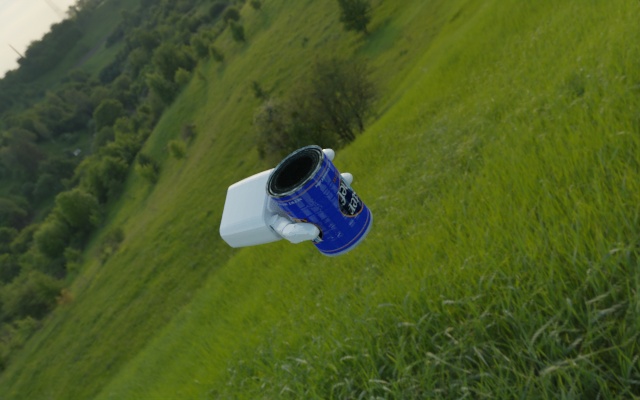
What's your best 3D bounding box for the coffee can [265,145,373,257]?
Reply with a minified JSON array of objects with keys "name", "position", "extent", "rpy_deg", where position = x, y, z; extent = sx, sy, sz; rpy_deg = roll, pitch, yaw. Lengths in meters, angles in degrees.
[{"name":"coffee can","position":[0.000,0.002,0.719],"extent":[0.103,0.102,0.140],"rpy_deg":[0,-41,47]}]
